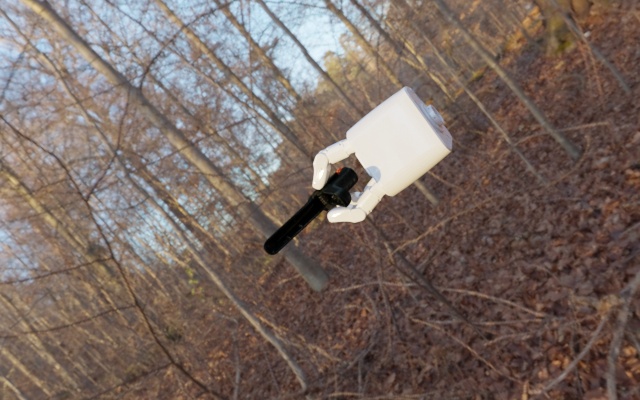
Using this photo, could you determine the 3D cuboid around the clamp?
[{"bbox_3d":[0.000,0.001,0.738,0.164,0.036,0.210,-35,8,25],"label":"clamp"}]
